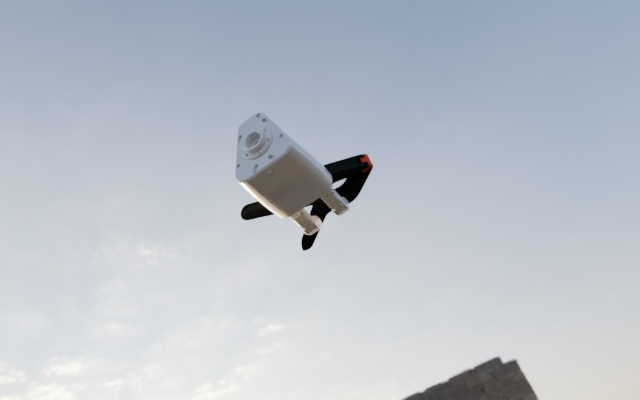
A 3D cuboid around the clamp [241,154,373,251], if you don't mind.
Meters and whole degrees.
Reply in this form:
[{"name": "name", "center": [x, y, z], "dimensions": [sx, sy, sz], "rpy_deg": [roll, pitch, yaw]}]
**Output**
[{"name": "clamp", "center": [0.000, 0.002, 0.768], "dimensions": [0.210, 0.036, 0.165], "rpy_deg": [-33, -40, 13]}]
